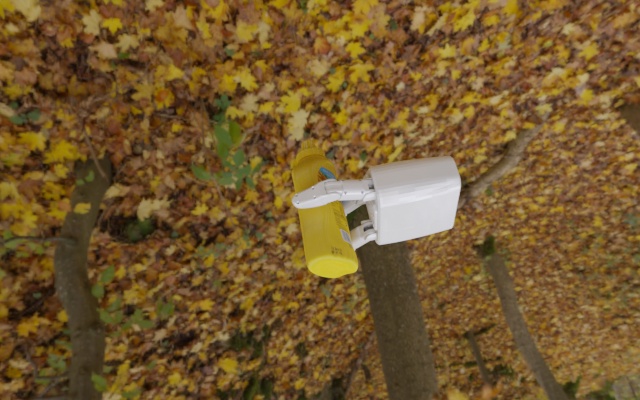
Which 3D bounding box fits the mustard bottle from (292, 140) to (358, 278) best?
[{"bbox_3d":[0.000,0.002,0.641,0.058,0.191,0.096,-21,-26,19],"label":"mustard bottle"}]
